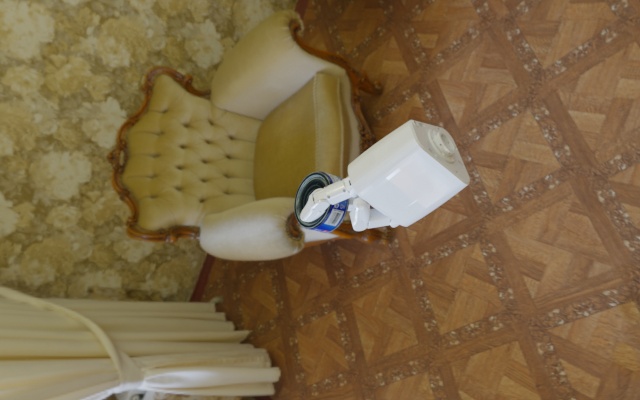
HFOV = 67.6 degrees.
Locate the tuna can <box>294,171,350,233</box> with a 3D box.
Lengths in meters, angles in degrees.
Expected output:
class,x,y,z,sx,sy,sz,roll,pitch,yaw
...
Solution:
class,x,y,z,sx,sy,sz,roll,pitch,yaw
tuna can,0.000,0.002,0.686,0.034,0.086,0.086,14,-9,-39
